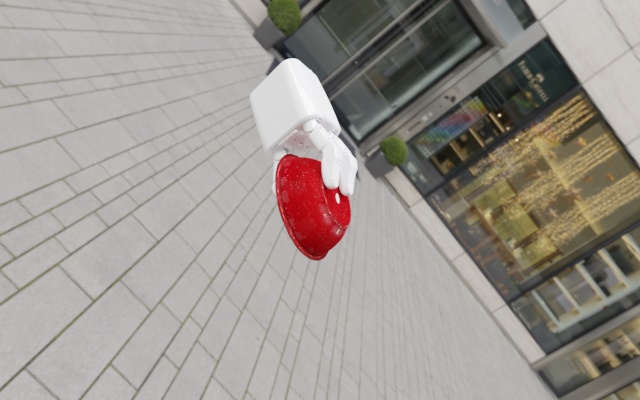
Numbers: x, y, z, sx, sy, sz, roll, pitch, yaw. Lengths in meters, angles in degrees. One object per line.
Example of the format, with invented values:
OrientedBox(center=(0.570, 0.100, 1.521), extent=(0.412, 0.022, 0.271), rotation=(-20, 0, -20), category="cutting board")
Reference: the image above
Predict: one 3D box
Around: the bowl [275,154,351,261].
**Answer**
OrientedBox(center=(0.001, 0.003, 0.685), extent=(0.055, 0.162, 0.162), rotation=(-17, -7, 23), category="bowl")
